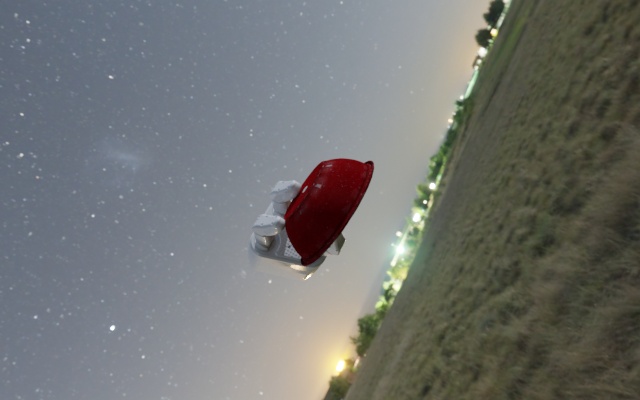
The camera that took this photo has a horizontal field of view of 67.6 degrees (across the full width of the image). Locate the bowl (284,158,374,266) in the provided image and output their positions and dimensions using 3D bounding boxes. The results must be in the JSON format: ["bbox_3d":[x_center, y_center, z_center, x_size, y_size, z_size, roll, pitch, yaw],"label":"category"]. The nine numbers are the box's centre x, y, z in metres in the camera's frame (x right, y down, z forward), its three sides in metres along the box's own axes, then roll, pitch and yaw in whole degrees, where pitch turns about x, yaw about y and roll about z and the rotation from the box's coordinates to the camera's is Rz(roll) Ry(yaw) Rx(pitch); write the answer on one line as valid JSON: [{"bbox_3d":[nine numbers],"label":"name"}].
[{"bbox_3d":[0.000,0.001,0.614,0.055,0.162,0.162,34,-7,-10],"label":"bowl"}]
